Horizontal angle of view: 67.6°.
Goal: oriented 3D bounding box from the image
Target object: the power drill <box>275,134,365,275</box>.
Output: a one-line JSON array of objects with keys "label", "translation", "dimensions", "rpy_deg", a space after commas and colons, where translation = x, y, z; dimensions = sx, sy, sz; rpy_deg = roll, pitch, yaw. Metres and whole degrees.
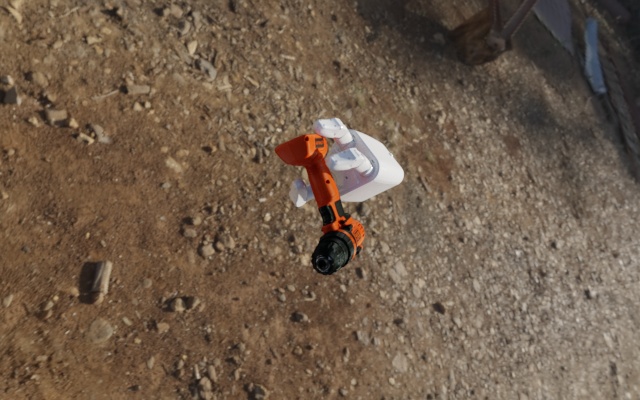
[{"label": "power drill", "translation": [0.000, 0.002, 0.672], "dimensions": [0.057, 0.187, 0.184], "rpy_deg": [-20, 3, 16]}]
